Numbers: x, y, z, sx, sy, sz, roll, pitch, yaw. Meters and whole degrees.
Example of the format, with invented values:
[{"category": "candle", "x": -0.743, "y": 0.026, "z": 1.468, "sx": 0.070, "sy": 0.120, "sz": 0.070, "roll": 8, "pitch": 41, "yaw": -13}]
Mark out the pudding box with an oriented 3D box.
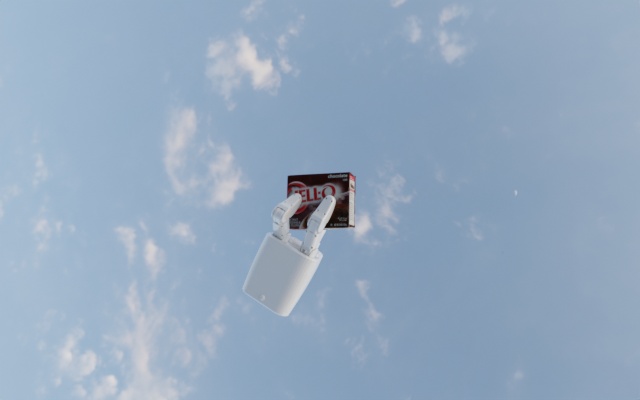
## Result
[{"category": "pudding box", "x": 0.000, "y": 0.003, "z": 0.779, "sx": 0.113, "sy": 0.090, "sz": 0.039, "roll": -2, "pitch": -8, "yaw": 20}]
